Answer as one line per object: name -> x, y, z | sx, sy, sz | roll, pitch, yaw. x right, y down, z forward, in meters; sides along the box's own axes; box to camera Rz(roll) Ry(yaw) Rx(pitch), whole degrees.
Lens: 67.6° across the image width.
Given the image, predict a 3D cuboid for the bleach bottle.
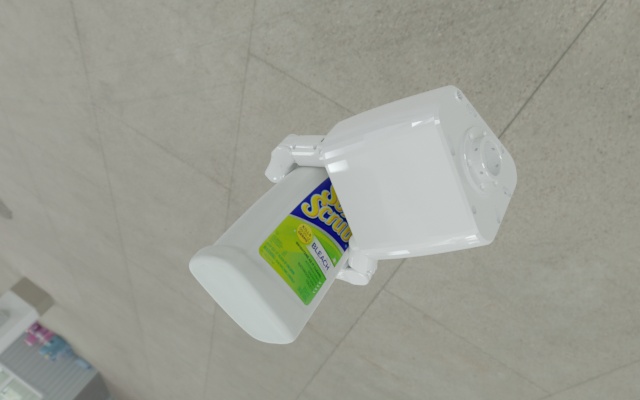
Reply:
bleach bottle -> 0.000, 0.002, 0.439 | 0.068, 0.102, 0.250 | -13, 31, 46
